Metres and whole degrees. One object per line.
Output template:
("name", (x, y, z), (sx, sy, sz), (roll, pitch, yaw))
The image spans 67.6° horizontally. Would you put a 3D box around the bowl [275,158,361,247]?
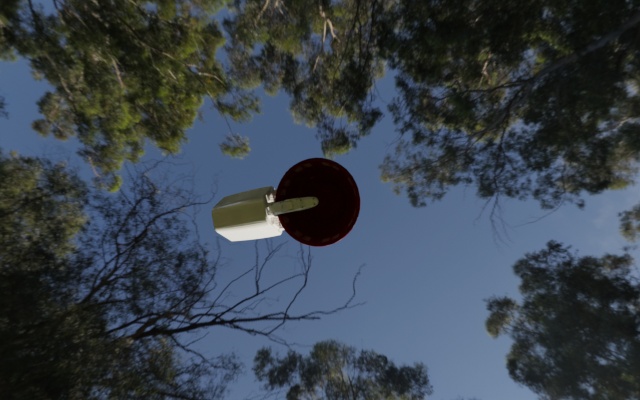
("bowl", (0.002, 0.003, 0.888), (0.162, 0.162, 0.055), (0, 1, 17))
